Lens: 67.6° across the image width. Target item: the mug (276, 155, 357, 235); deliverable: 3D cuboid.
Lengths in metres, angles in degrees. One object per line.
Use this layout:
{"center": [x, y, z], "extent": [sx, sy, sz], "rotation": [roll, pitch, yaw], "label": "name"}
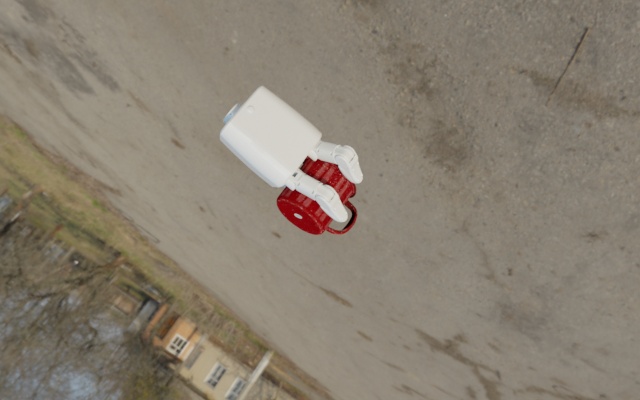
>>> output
{"center": [0.001, 0.003, 0.682], "extent": [0.117, 0.081, 0.093], "rotation": [40, -22, -10], "label": "mug"}
